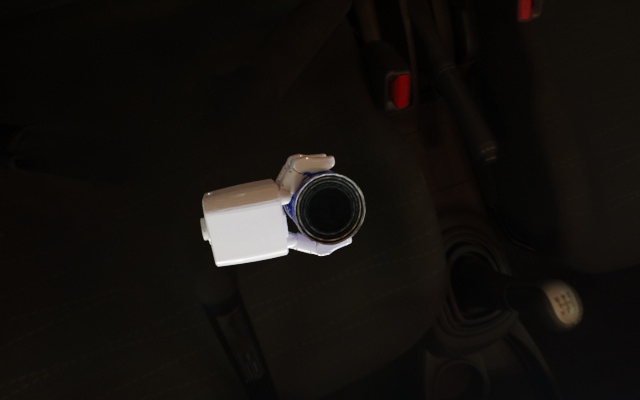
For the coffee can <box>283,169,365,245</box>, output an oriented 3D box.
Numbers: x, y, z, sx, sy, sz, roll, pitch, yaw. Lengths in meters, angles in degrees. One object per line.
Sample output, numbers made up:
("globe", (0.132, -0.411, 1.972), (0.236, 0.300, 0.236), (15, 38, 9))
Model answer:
("coffee can", (0.000, 0.002, 0.730), (0.103, 0.103, 0.140), (0, 8, -11))
